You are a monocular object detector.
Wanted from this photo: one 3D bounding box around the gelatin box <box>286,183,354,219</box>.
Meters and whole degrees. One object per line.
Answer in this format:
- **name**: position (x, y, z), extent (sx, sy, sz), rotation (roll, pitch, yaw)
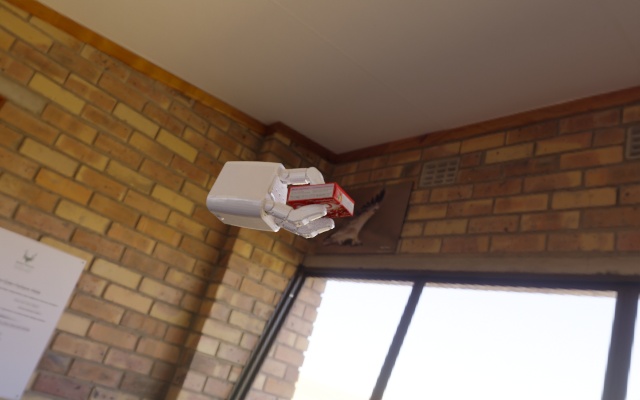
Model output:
- **gelatin box**: position (0.000, 0.002, 0.780), extent (0.089, 0.030, 0.073), rotation (-5, -27, 28)
